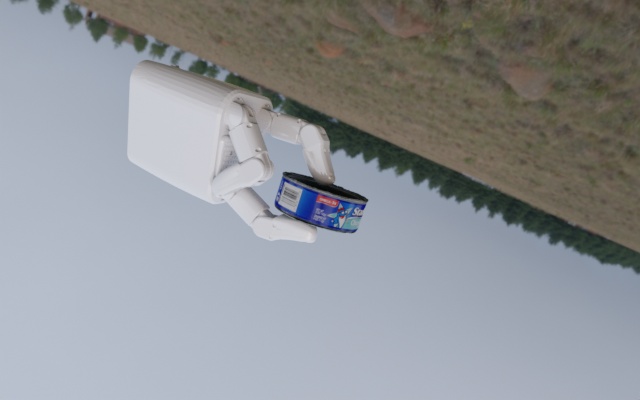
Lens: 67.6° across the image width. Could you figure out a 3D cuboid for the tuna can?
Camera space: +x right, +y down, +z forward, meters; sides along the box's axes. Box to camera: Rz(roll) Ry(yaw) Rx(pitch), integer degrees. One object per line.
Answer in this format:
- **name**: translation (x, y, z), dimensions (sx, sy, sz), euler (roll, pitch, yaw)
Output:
- **tuna can**: translation (0.000, 0.002, 0.456), dimensions (0.086, 0.034, 0.086), euler (18, 8, -3)
